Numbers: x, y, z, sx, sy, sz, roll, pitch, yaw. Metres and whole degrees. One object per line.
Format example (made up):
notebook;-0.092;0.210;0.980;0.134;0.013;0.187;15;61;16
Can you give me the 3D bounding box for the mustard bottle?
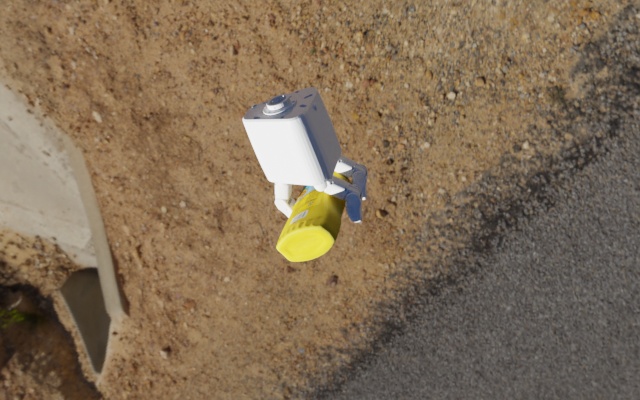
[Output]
mustard bottle;0.000;0.003;0.728;0.096;0.058;0.191;-30;26;35
